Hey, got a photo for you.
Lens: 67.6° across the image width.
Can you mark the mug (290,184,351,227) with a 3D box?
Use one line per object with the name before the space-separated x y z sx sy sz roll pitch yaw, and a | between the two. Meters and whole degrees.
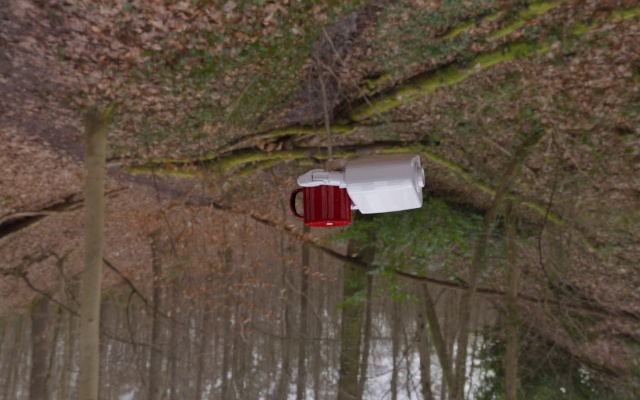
mug | -0.001 0.003 0.824 0.117 0.081 0.093 -5 -9 20
